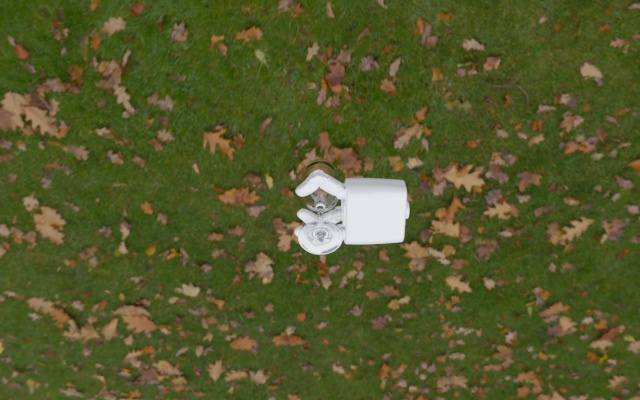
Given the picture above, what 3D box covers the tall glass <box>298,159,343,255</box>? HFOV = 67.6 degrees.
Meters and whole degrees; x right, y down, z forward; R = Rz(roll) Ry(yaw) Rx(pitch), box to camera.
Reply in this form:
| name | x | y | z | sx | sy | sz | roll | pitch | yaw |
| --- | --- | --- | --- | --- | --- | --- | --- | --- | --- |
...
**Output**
| name | x | y | z | sx | sy | sz | roll | pitch | yaw |
| --- | --- | --- | --- | --- | --- | --- | --- | --- | --- |
| tall glass | 0.000 | 0.003 | 0.866 | 0.079 | 0.079 | 0.201 | 0 | 37 | -1 |
